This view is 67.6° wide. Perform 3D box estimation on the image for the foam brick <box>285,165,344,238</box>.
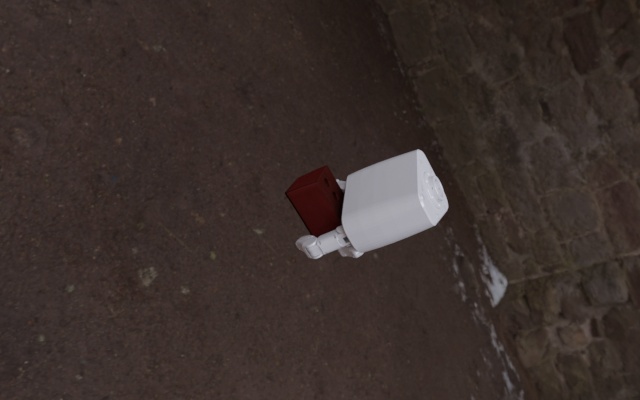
[{"bbox_3d":[0.000,0.002,0.639,0.051,0.078,0.053,-22,19,28],"label":"foam brick"}]
